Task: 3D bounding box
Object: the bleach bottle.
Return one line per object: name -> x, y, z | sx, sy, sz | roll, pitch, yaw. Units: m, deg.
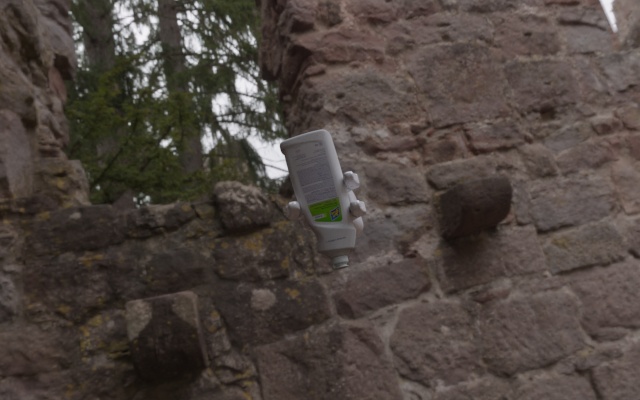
bleach bottle -> 0.000, 0.003, 0.870 | 0.102, 0.250, 0.068 | -16, -15, 11
